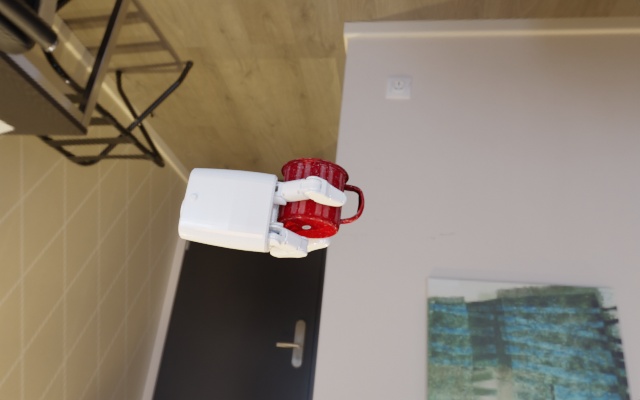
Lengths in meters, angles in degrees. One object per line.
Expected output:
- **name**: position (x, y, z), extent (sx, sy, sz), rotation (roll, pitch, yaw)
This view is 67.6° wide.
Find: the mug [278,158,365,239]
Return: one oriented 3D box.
- **mug**: position (0.002, 0.002, 0.636), extent (0.117, 0.081, 0.093), rotation (7, -23, 0)
